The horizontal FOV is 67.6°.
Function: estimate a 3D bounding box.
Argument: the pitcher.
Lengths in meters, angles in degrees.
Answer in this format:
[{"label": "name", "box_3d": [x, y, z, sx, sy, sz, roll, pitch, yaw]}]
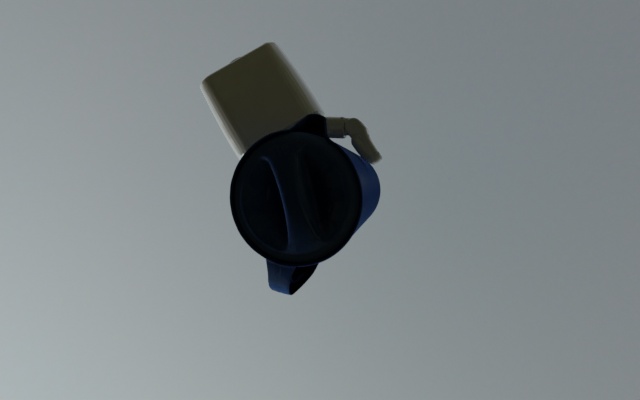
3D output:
[{"label": "pitcher", "box_3d": [0.000, 0.002, 0.566, 0.149, 0.145, 0.243, -34, -6, 14]}]
